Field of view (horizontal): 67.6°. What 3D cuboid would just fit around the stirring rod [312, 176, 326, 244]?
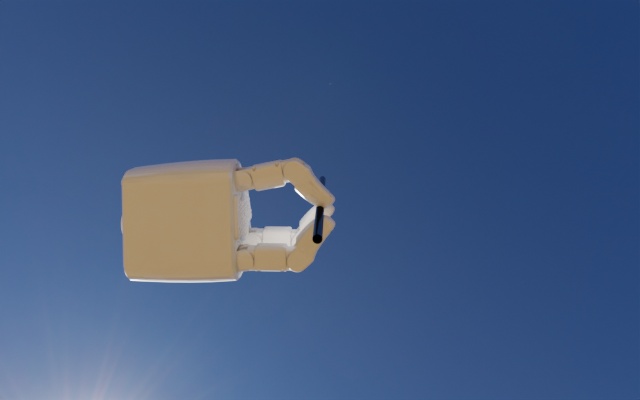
[{"bbox_3d":[0.000,0.002,0.489,0.011,0.011,0.239,0,14,1],"label":"stirring rod"}]
